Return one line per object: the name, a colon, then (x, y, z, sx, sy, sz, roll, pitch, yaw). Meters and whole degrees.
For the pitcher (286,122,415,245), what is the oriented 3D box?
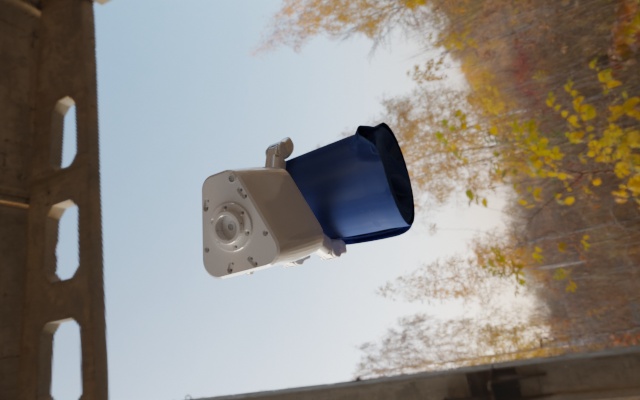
pitcher: (0.000, 0.002, 0.644, 0.243, 0.149, 0.145, -16, -1, 22)
